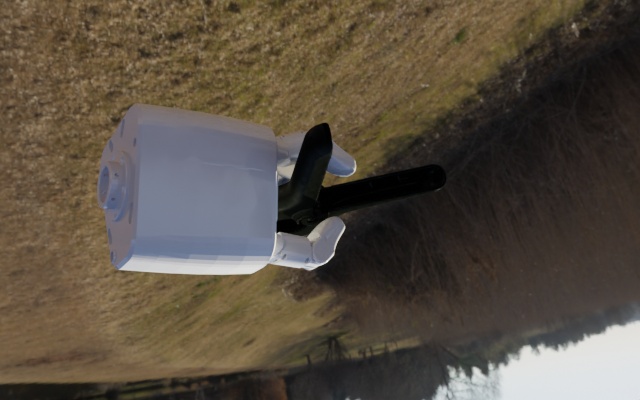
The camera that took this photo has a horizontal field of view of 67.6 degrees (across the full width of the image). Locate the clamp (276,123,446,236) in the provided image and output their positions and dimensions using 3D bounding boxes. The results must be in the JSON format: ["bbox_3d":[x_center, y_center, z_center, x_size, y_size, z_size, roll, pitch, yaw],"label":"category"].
[{"bbox_3d":[0.000,0.002,0.442,0.164,0.036,0.210,9,-28,-38],"label":"clamp"}]
